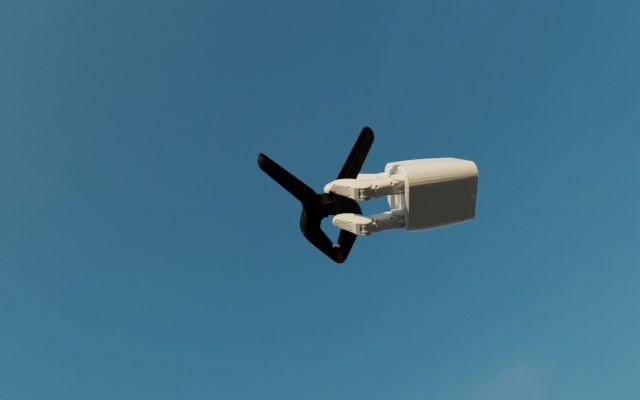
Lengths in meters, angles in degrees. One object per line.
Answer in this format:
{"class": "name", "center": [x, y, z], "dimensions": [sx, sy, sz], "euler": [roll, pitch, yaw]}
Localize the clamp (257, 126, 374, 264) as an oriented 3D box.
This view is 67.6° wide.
{"class": "clamp", "center": [0.000, 0.002, 0.697], "dimensions": [0.164, 0.210, 0.036], "euler": [-8, 28, -7]}
